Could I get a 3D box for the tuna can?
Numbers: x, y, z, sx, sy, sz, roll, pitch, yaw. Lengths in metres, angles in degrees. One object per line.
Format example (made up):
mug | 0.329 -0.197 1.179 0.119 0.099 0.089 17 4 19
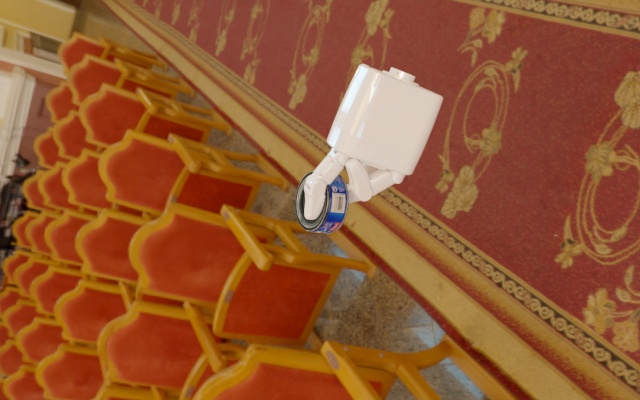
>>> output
tuna can | 0.000 0.002 0.657 0.034 0.086 0.086 5 -3 -34
